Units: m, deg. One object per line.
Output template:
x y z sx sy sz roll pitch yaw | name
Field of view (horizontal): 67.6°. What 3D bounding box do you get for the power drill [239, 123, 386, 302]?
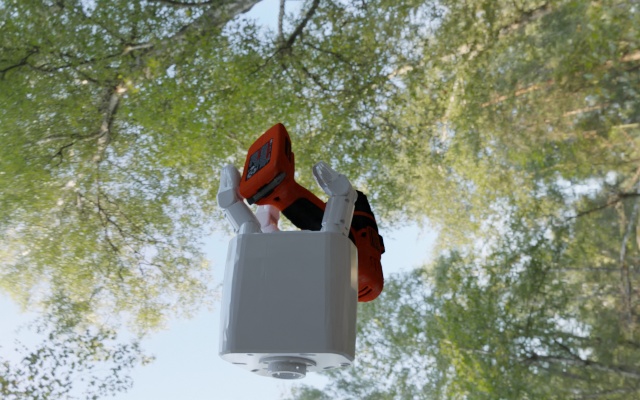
0.000 0.002 0.536 0.057 0.188 0.184 -39 26 20 | power drill
